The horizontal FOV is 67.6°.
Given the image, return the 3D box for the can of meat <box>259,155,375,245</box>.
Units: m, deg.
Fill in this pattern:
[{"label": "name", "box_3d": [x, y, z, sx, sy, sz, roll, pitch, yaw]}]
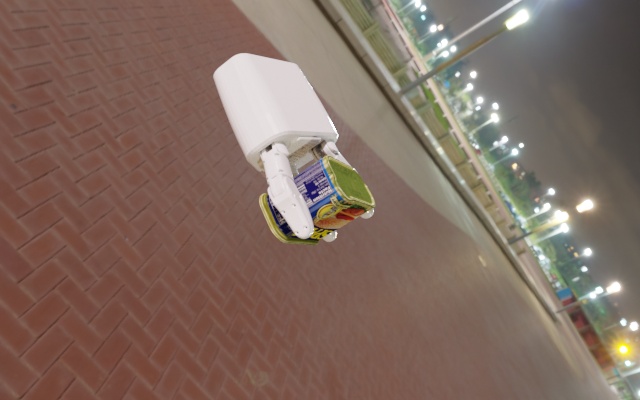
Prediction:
[{"label": "can of meat", "box_3d": [0.000, 0.002, 0.504, 0.084, 0.057, 0.102, -32, -20, 19]}]
